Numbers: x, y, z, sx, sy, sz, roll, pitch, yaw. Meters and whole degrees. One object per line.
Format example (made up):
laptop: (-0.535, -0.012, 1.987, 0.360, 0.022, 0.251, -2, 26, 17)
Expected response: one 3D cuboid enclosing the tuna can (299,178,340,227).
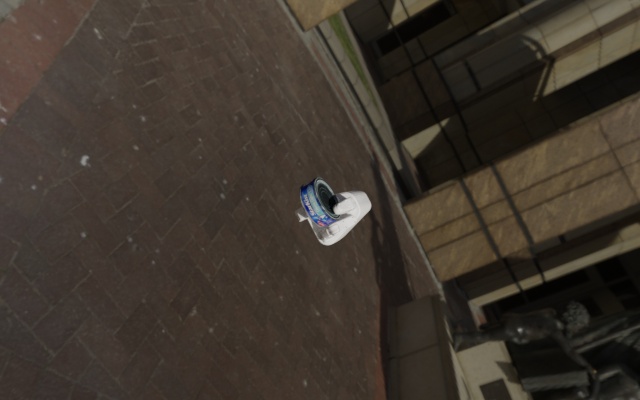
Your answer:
tuna can: (0.001, 0.003, 0.857, 0.034, 0.086, 0.086, -27, -11, 23)
